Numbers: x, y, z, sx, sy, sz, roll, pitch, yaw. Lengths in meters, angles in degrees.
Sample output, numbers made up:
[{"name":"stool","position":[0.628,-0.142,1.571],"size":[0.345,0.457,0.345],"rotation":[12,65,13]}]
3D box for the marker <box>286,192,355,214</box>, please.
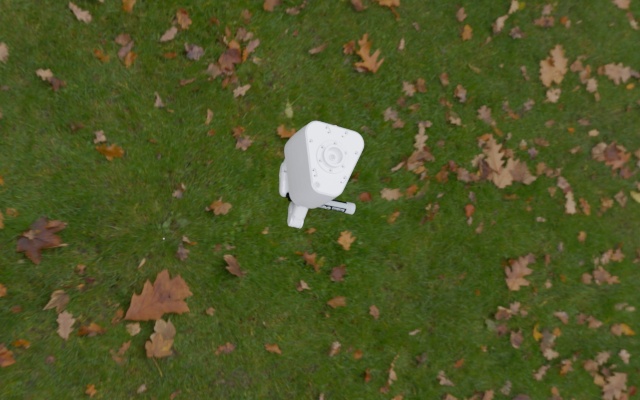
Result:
[{"name":"marker","position":[0.000,0.003,0.805],"size":[0.121,0.020,0.020],"rotation":[12,-4,-17]}]
